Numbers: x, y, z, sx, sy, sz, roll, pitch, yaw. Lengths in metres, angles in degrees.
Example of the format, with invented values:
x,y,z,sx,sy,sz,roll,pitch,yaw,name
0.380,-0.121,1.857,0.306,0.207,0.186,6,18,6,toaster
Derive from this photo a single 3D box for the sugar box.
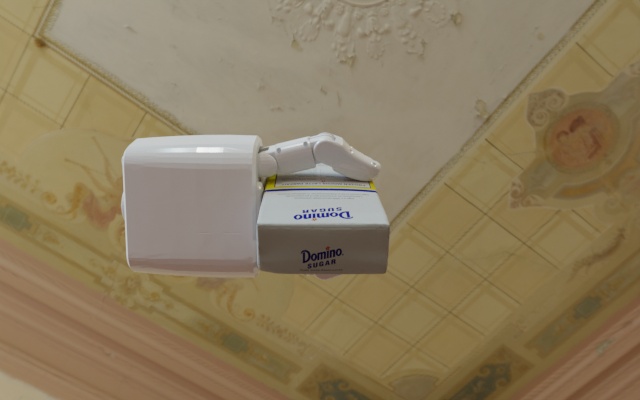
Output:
x,y,z,sx,sy,sz,roll,pitch,yaw,name
0.000,0.002,0.406,0.093,0.048,0.176,1,25,-1,sugar box
